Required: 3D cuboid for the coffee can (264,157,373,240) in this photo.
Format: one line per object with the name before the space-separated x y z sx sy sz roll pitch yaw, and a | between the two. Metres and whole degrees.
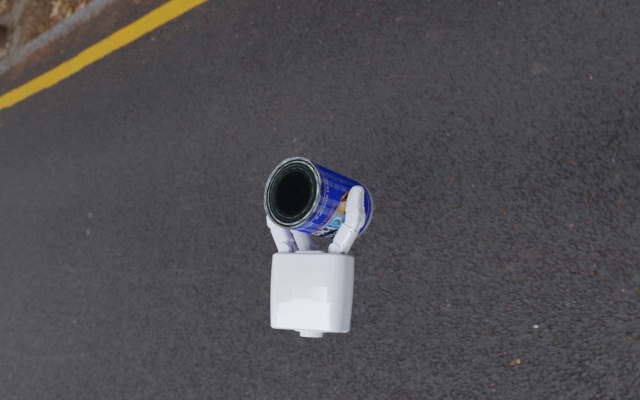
coffee can | 0.000 0.002 0.713 0.103 0.103 0.140 0 -11 37
